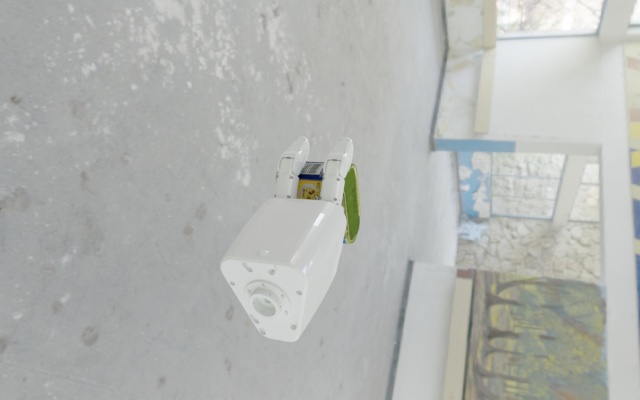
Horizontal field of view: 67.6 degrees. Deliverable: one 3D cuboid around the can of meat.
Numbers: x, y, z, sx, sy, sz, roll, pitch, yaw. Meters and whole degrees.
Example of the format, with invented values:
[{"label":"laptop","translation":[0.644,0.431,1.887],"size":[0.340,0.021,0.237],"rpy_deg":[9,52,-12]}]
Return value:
[{"label":"can of meat","translation":[0.000,0.002,0.579],"size":[0.084,0.102,0.057],"rpy_deg":[4,29,22]}]
